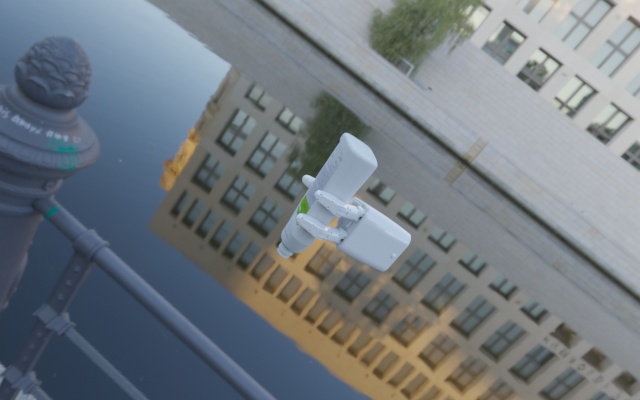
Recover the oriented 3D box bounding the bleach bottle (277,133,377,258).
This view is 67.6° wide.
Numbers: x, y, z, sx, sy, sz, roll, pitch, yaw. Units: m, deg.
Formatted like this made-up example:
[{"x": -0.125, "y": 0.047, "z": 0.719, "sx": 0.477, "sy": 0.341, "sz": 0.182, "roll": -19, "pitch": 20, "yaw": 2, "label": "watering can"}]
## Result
[{"x": 0.000, "y": 0.003, "z": 0.872, "sx": 0.068, "sy": 0.251, "sz": 0.102, "roll": 30, "pitch": 21, "yaw": -19, "label": "bleach bottle"}]
